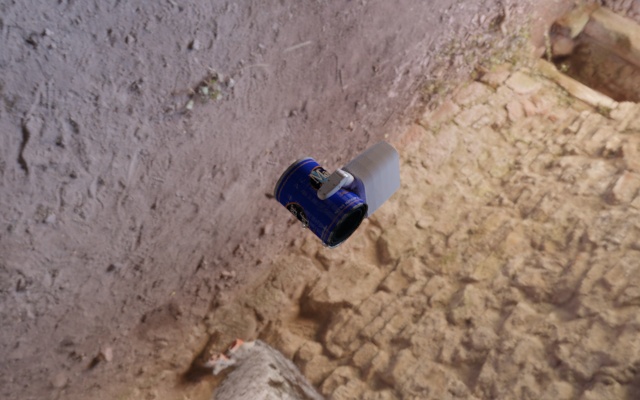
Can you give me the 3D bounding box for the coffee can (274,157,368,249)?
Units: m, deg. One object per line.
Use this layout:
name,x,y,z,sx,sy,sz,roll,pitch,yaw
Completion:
coffee can,0.000,0.003,0.857,0.140,0.103,0.103,41,17,21
